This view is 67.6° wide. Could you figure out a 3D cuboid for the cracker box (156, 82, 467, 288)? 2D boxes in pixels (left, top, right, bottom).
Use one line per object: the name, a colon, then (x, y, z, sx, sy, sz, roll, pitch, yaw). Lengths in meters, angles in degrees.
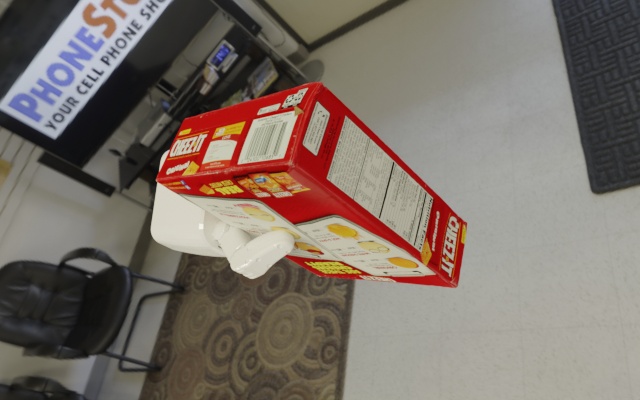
cracker box: (0.000, 0.001, 0.403, 0.164, 0.072, 0.214, -3, -29, 44)
